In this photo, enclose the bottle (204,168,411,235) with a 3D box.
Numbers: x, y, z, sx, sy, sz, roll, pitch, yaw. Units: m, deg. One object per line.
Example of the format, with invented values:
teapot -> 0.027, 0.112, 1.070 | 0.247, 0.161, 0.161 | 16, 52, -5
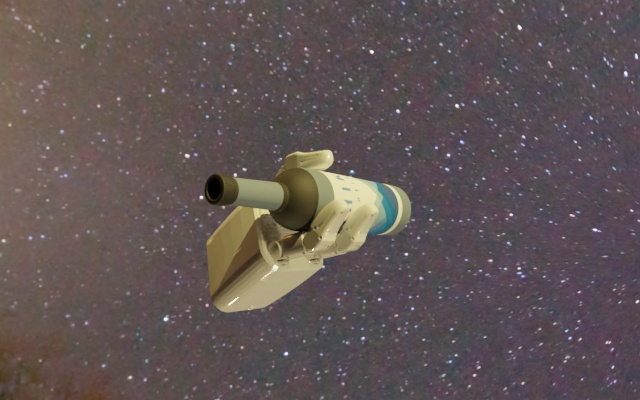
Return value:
bottle -> 0.000, 0.002, 0.524 | 0.069, 0.069, 0.296 | 0, -5, 39
